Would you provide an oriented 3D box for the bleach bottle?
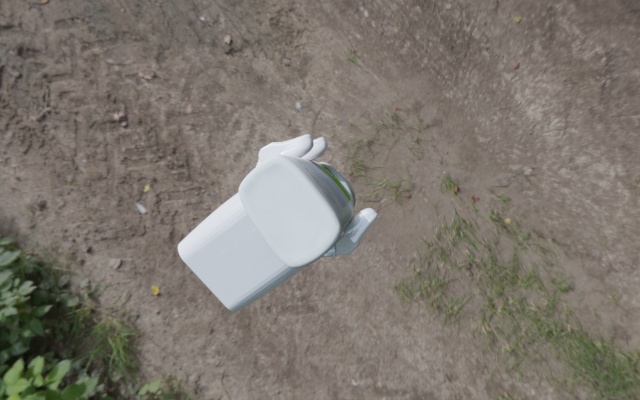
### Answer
[{"bbox_3d":[0.000,0.002,0.535,0.068,0.102,0.251,-38,-6,13],"label":"bleach bottle"}]
